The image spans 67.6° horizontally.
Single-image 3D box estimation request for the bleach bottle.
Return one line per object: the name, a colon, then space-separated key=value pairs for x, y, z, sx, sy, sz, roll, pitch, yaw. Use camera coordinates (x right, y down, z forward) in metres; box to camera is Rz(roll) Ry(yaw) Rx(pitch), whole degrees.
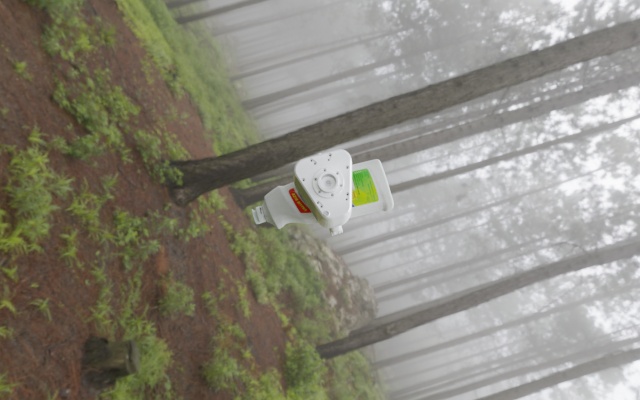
bleach bottle: x=0.000 y=0.003 z=0.885 sx=0.251 sy=0.102 sz=0.068 roll=-16 pitch=-8 yaw=-3
